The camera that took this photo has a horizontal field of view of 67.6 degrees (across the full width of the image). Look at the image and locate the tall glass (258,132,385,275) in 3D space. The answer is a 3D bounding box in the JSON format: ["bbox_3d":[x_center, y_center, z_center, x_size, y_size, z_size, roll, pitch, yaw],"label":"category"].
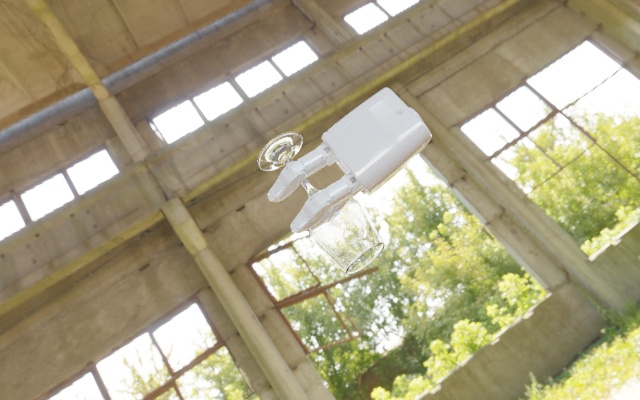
[{"bbox_3d":[0.000,0.002,0.636,0.079,0.201,0.079,-31,-24,-16],"label":"tall glass"}]
